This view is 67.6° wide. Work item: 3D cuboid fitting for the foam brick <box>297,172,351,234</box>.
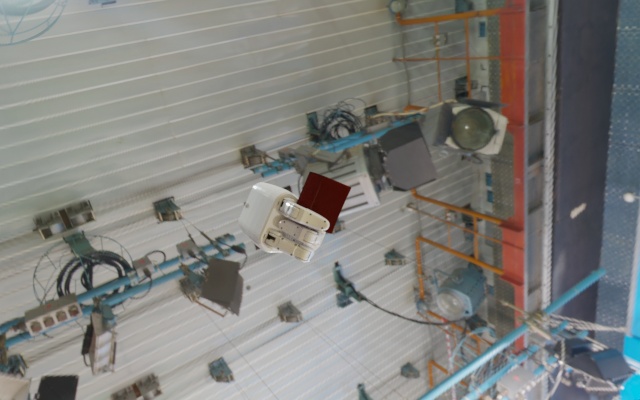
[{"bbox_3d":[0.000,0.002,0.724,0.053,0.078,0.051,23,1,-28],"label":"foam brick"}]
